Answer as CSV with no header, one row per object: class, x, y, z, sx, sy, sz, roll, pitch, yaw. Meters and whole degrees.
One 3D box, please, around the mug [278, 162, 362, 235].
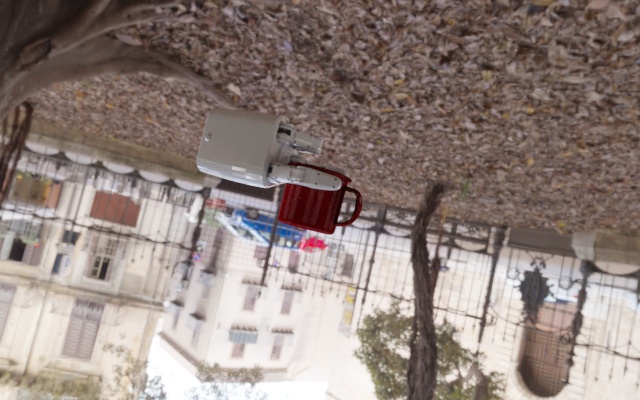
mug,0.001,0.003,0.655,0.117,0.081,0.093,13,-6,18
